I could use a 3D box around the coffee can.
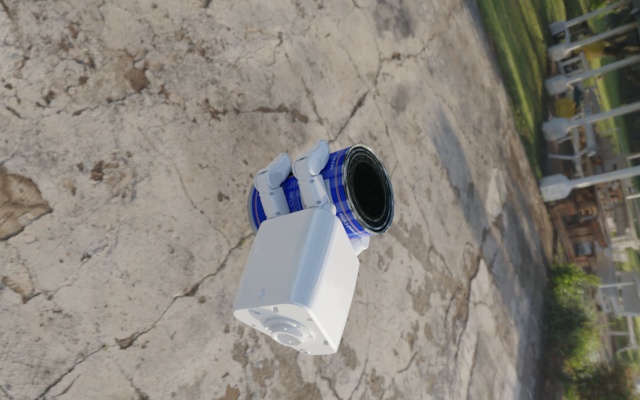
[{"bbox_3d":[0.000,0.002,0.558,0.140,0.103,0.103,-16,-9,35],"label":"coffee can"}]
